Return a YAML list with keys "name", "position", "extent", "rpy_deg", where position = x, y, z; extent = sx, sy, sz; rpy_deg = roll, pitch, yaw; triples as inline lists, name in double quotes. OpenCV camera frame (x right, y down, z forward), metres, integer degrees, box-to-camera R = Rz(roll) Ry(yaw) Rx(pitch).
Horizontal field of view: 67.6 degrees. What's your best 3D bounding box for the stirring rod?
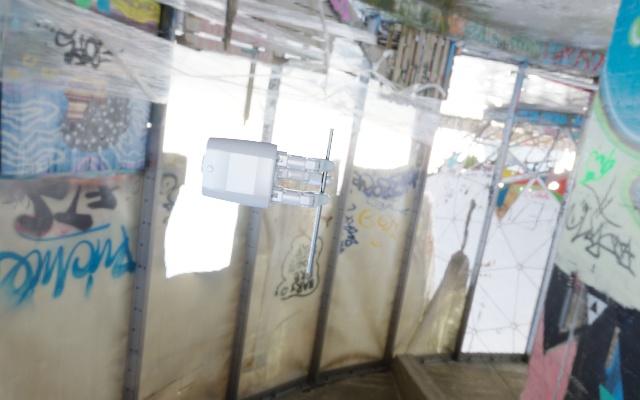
- name: "stirring rod"
  position: [0.000, 0.002, 0.772]
  extent: [0.011, 0.239, 0.011]
  rpy_deg: [9, 10, -1]
